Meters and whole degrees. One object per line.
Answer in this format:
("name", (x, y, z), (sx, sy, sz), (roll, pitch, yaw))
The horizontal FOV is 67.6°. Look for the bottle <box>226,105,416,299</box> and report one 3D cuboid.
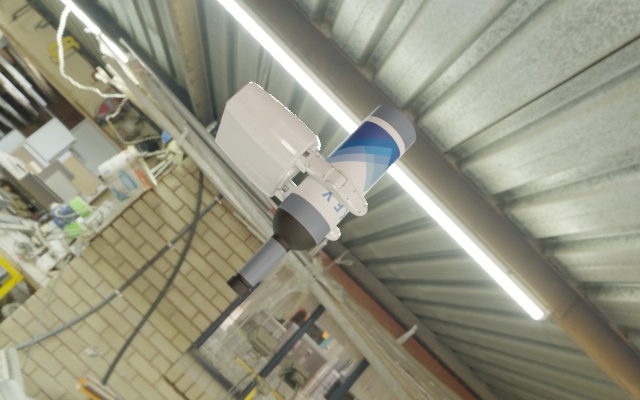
("bottle", (0.000, 0.002, 0.585), (0.295, 0.069, 0.069), (-46, 16, -16))
